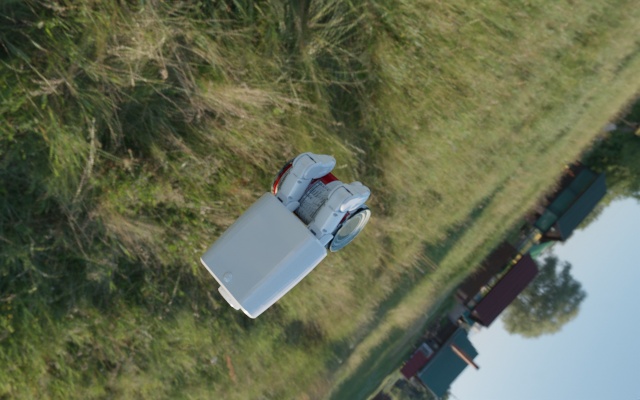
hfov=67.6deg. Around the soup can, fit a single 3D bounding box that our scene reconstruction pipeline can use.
[{"bbox_3d":[0.001,0.002,0.559,0.102,0.068,0.068,44,19,22],"label":"soup can"}]
